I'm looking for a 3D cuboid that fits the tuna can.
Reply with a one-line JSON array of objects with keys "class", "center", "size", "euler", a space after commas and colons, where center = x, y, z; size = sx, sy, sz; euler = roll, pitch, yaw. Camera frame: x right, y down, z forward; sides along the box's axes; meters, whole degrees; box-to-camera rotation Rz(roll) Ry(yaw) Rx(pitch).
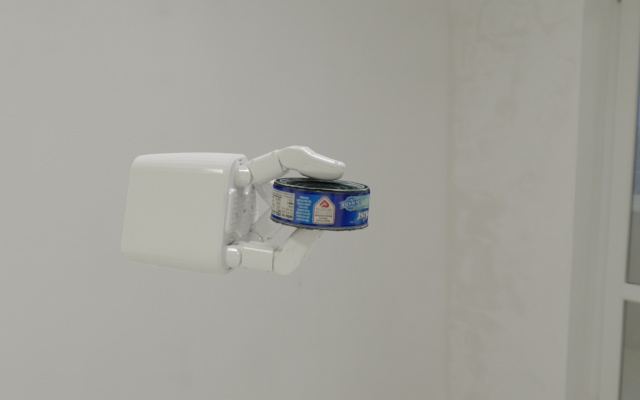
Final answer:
[{"class": "tuna can", "center": [0.000, 0.001, 0.414], "size": [0.086, 0.034, 0.086], "euler": [4, 8, -1]}]
